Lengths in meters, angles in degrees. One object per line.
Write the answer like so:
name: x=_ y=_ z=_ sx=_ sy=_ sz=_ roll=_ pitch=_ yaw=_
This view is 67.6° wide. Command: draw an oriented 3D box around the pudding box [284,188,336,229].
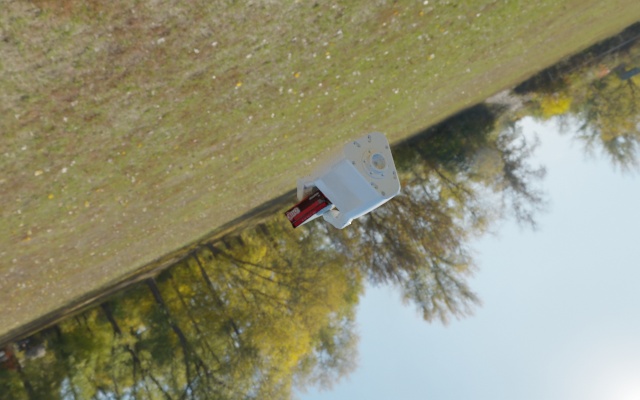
pudding box: x=0.000 y=0.003 z=0.861 sx=0.090 sy=0.039 sz=0.113 roll=-34 pitch=-6 yaw=30
